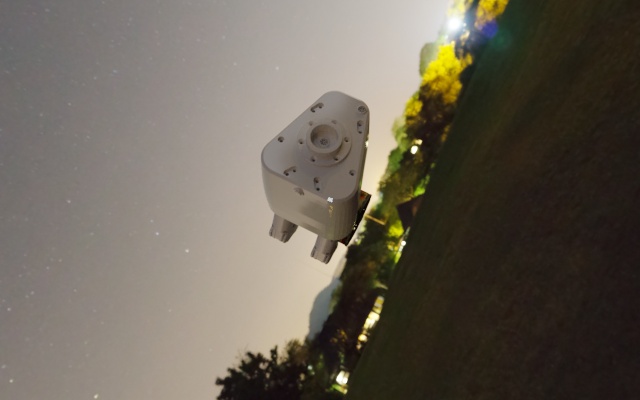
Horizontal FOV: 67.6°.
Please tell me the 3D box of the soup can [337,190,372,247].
[{"bbox_3d":[0.000,0.002,0.562,0.102,0.068,0.068,26,4,9],"label":"soup can"}]
